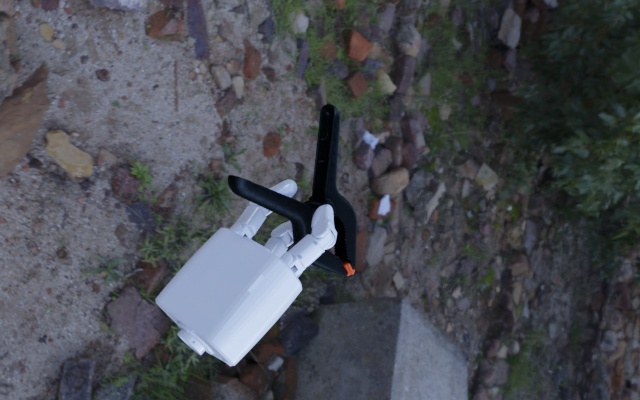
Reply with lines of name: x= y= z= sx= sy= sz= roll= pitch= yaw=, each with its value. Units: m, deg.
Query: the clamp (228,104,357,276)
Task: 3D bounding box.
clamp: x=0.001 y=0.003 z=0.574 sx=0.036 sy=0.210 sz=0.164 roll=13 pitch=52 yaw=49
